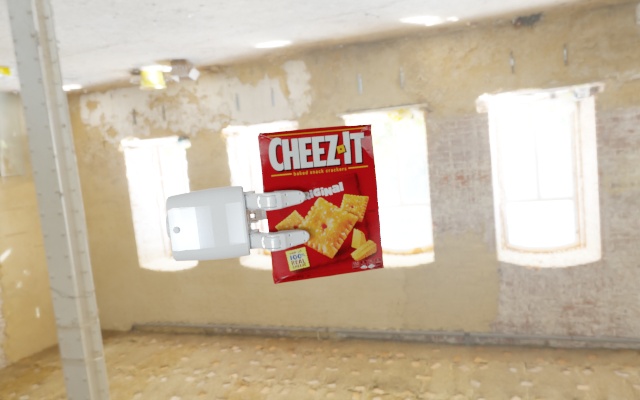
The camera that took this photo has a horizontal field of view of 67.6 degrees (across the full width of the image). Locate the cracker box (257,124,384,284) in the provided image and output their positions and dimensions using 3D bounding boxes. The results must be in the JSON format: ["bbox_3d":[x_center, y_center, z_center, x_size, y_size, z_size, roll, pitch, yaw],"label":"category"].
[{"bbox_3d":[0.000,0.002,0.694,0.164,0.214,0.072,-6,6,-8],"label":"cracker box"}]
